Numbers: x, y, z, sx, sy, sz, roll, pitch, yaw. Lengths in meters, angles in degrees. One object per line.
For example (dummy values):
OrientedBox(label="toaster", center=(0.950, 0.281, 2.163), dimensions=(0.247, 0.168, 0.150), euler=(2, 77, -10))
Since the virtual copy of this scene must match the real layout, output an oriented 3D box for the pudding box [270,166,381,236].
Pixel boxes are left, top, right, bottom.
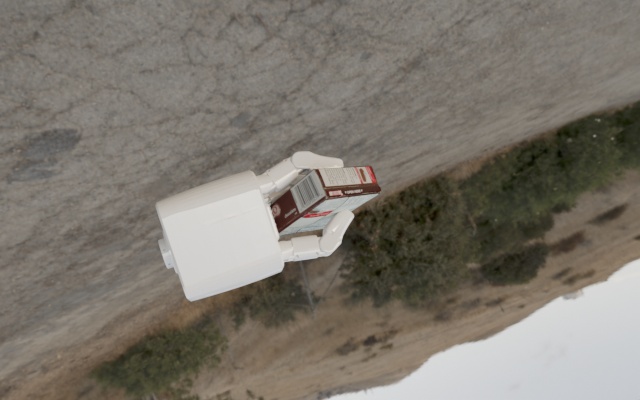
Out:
OrientedBox(label="pudding box", center=(0.000, 0.002, 0.552), dimensions=(0.090, 0.039, 0.113), euler=(-8, -18, -42))
